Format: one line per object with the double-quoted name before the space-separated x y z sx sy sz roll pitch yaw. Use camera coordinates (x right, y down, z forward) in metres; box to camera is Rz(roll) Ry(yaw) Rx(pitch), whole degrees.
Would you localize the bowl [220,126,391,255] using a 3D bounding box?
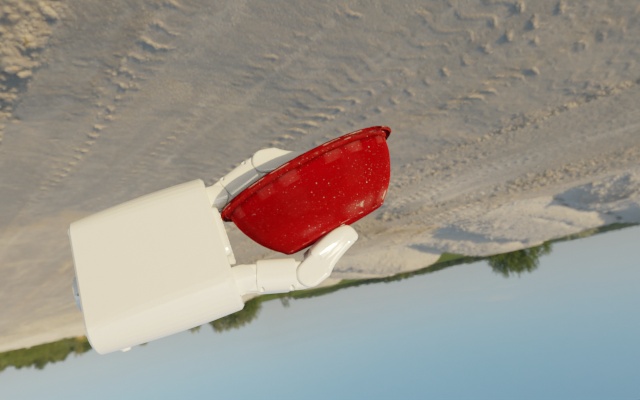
"bowl" 0.001 0.001 0.405 0.162 0.055 0.162 -28 -7 -4
